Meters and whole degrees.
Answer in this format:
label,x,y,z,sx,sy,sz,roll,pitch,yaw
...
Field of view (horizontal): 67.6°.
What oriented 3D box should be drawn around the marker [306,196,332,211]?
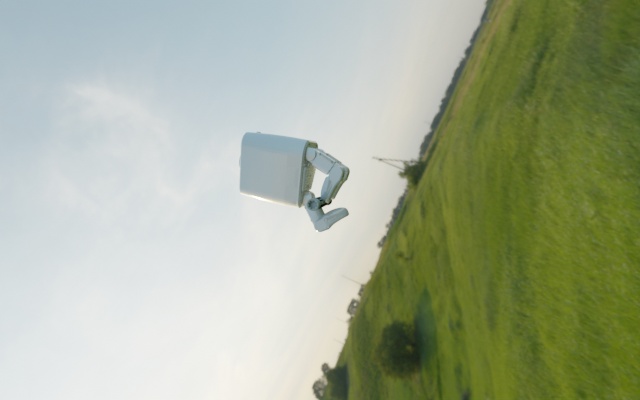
label,x,y,z,sx,sy,sz,roll,pitch,yaw
marker,0.000,0.002,0.756,0.020,0.020,0.121,0,4,11
